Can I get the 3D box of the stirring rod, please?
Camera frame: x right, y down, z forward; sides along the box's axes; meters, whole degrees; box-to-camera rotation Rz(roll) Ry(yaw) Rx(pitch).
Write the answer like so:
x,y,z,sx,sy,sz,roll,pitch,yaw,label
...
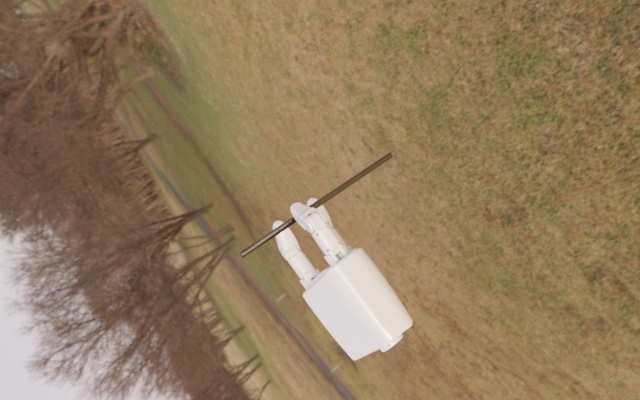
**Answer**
x,y,z,sx,sy,sz,roll,pitch,yaw,label
0.000,0.002,0.610,0.239,0.011,0.011,-34,11,-17,stirring rod
